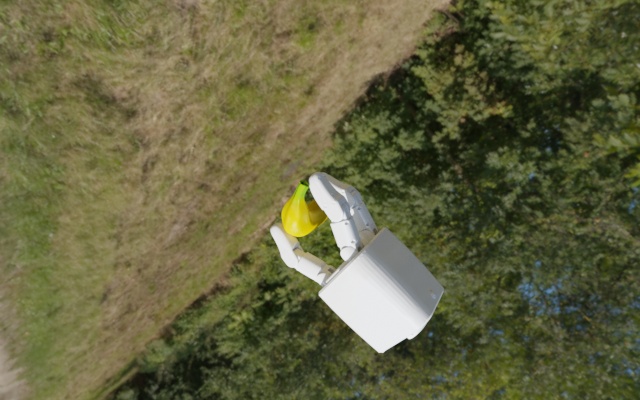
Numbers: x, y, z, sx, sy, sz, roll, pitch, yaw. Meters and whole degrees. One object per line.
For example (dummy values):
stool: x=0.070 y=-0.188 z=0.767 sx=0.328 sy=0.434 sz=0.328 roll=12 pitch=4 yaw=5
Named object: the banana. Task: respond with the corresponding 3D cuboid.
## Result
banana: x=-0.013 y=0.016 z=0.624 sx=0.037 sy=0.069 sz=0.198 roll=44 pitch=5 yaw=9
